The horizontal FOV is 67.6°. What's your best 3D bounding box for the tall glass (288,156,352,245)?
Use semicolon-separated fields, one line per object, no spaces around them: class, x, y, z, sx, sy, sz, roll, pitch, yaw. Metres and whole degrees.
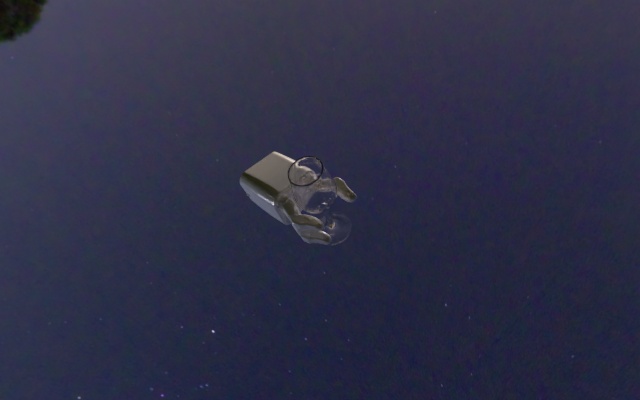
tall glass;0.000;0.003;0.873;0.079;0.079;0.201;0;-32;17
